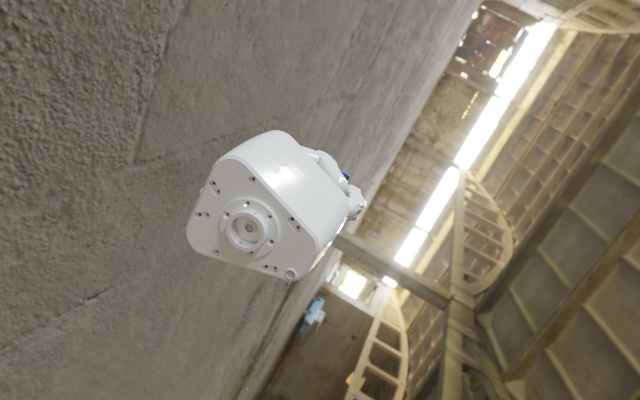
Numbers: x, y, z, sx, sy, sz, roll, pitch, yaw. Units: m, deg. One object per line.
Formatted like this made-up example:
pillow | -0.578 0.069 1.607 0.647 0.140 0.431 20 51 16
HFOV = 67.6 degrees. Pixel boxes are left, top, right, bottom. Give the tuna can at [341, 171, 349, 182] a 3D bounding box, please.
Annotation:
tuna can | 0.001 0.002 0.550 0.034 0.086 0.086 27 1 2
